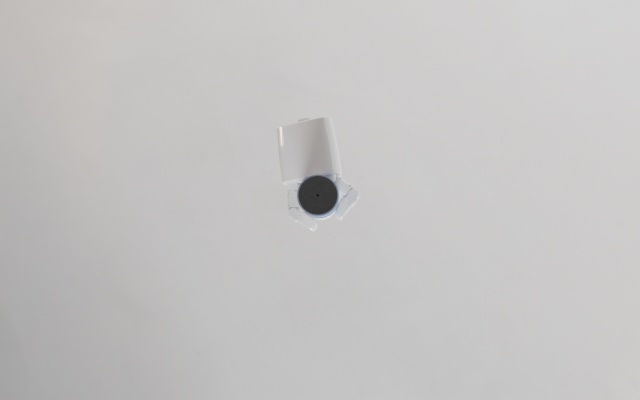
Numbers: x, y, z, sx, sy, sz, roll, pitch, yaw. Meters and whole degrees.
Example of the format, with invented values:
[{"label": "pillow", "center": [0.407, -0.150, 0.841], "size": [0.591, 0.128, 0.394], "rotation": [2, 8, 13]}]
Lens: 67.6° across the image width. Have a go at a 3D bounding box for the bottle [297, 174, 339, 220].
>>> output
[{"label": "bottle", "center": [0.000, 0.003, 0.896], "size": [0.069, 0.069, 0.296], "rotation": [0, -4, 2]}]
